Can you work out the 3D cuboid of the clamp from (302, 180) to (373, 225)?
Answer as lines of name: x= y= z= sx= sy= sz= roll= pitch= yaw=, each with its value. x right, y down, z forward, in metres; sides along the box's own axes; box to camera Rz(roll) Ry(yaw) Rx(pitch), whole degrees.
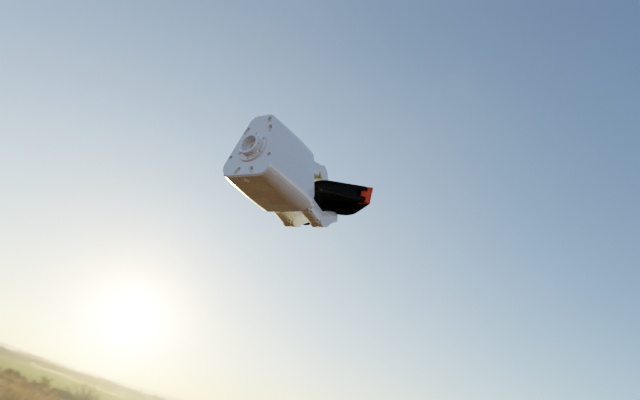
clamp: x=0.001 y=0.002 z=0.799 sx=0.210 sy=0.036 sz=0.165 roll=-1 pitch=-25 yaw=34
